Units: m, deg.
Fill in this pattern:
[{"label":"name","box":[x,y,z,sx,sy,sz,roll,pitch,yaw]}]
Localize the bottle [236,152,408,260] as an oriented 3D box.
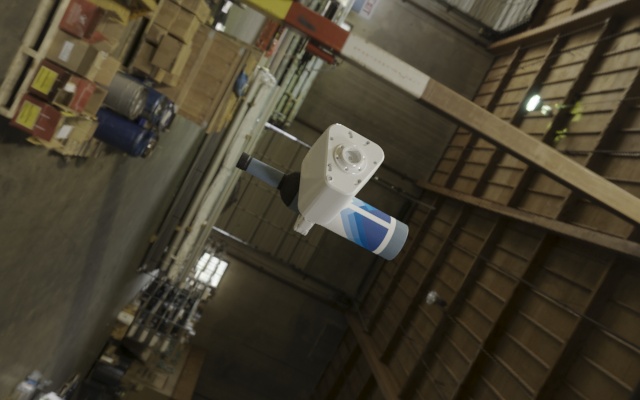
[{"label":"bottle","box":[0.000,0.003,0.780,0.296,0.069,0.069,28,-4,-8]}]
